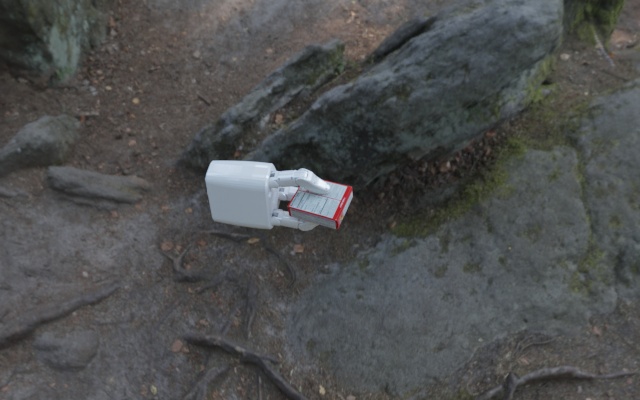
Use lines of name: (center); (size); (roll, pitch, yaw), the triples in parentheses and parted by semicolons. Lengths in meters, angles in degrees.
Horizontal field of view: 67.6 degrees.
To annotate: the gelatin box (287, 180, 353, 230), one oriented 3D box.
gelatin box: (0.000, 0.002, 0.788); (0.089, 0.073, 0.030); (14, -36, 18)
